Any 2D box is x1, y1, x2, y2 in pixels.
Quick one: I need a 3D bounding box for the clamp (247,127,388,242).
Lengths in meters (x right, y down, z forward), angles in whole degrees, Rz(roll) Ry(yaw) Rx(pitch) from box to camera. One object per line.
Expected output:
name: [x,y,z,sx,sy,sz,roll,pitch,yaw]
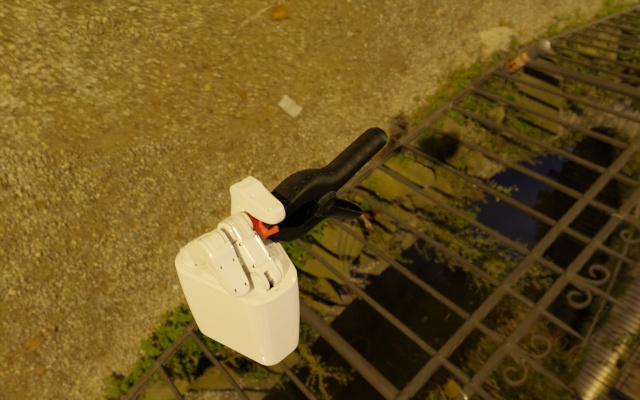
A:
clamp: [0.000,0.002,0.494,0.171,0.120,0.039,-29,50,-30]
